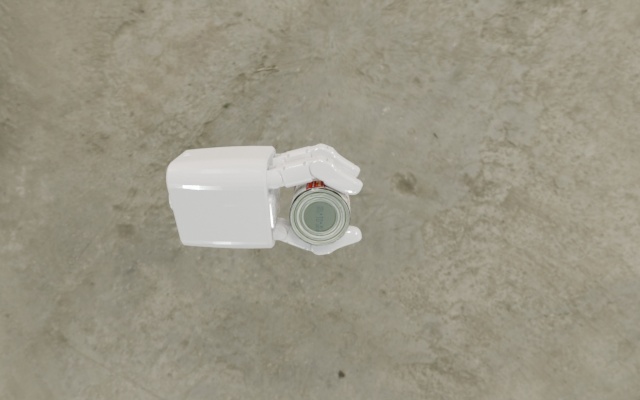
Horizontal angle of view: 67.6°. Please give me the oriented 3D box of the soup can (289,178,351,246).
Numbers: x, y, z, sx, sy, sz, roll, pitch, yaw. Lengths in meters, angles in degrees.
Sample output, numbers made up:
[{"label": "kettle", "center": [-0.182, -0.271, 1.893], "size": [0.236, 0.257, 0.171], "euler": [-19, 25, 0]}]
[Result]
[{"label": "soup can", "center": [0.001, 0.002, 0.554], "size": [0.068, 0.068, 0.102], "euler": [0, 19, 1]}]
